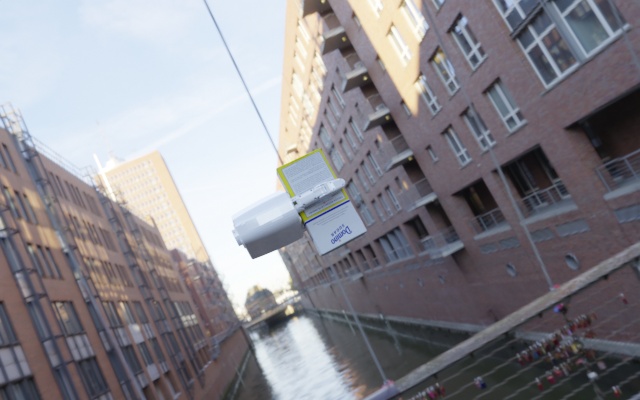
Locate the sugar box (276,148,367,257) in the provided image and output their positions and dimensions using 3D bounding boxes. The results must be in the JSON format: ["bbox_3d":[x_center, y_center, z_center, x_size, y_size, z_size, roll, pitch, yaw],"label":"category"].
[{"bbox_3d":[0.000,0.003,0.860,0.093,0.176,0.048,-26,-8,-9],"label":"sugar box"}]
